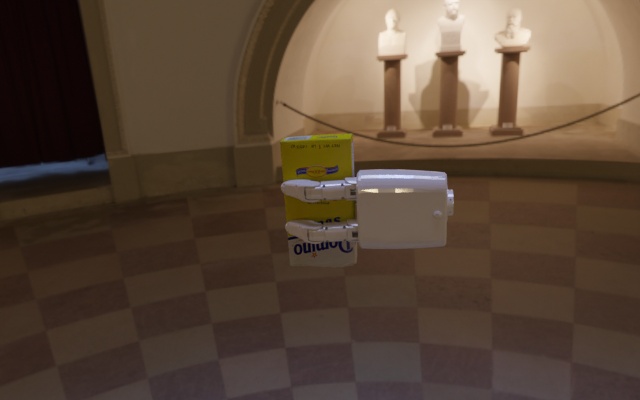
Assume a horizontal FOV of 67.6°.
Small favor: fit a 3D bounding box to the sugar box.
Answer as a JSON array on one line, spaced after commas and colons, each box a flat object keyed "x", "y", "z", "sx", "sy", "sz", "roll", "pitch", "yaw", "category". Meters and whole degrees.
[{"x": 0.000, "y": 0.002, "z": 0.638, "sx": 0.093, "sy": 0.176, "sz": 0.048, "roll": -1, "pitch": 16, "yaw": 9, "category": "sugar box"}]
